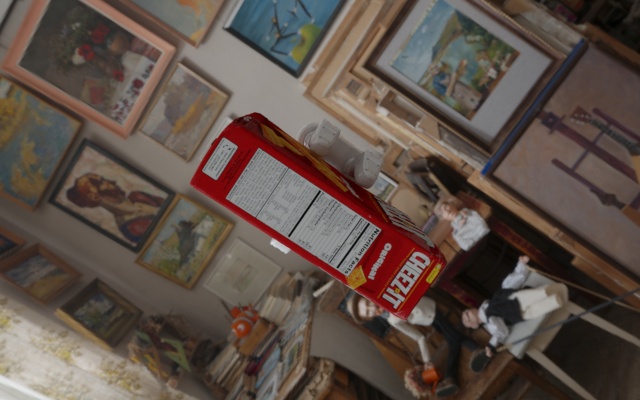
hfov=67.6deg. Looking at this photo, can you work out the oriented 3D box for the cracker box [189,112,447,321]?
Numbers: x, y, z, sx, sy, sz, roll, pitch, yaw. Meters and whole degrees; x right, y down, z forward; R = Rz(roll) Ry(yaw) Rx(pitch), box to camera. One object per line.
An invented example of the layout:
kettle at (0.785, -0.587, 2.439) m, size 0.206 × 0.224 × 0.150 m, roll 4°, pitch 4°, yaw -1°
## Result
cracker box at (0.000, 0.002, 0.458) m, size 0.214 × 0.072 × 0.164 m, roll 33°, pitch 9°, yaw -8°
